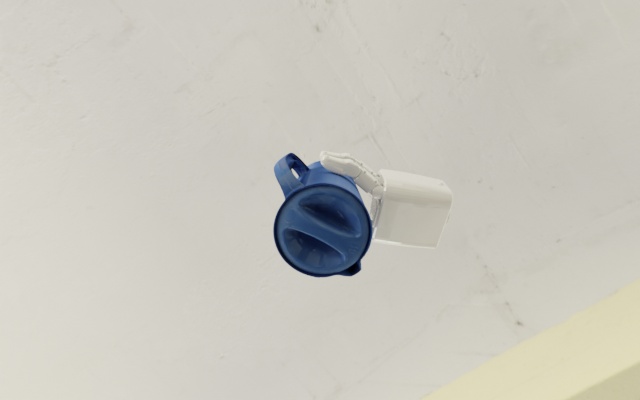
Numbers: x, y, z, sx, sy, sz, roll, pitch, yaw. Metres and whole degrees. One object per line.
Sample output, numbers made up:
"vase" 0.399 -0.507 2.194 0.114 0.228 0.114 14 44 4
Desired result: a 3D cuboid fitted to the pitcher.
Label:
"pitcher" 0.000 0.003 0.743 0.145 0.149 0.242 9 16 -1
